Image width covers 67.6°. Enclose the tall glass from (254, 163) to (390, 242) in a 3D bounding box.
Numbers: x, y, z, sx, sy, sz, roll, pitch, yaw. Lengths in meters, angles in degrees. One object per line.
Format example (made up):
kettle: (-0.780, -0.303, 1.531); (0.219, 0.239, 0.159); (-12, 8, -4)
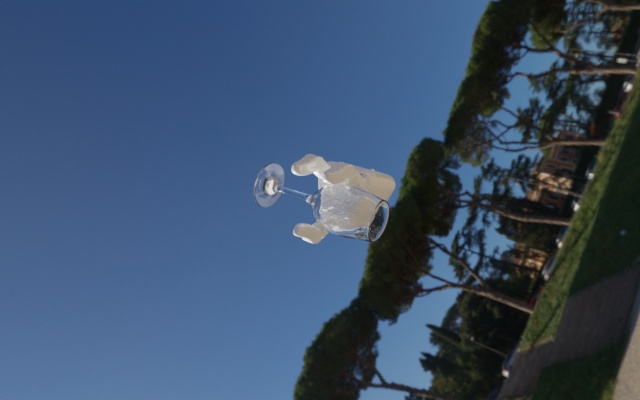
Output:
tall glass: (-0.001, 0.002, 0.713); (0.201, 0.079, 0.079); (18, 10, 31)
